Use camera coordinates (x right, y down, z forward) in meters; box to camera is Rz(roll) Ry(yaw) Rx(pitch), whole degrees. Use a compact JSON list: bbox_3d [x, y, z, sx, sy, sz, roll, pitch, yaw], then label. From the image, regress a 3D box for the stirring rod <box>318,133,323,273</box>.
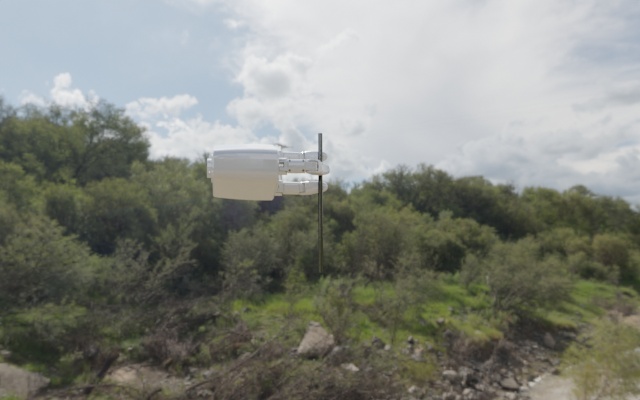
[{"bbox_3d":[0.000,0.003,0.823,0.011,0.239,0.011,0,-5,0],"label":"stirring rod"}]
